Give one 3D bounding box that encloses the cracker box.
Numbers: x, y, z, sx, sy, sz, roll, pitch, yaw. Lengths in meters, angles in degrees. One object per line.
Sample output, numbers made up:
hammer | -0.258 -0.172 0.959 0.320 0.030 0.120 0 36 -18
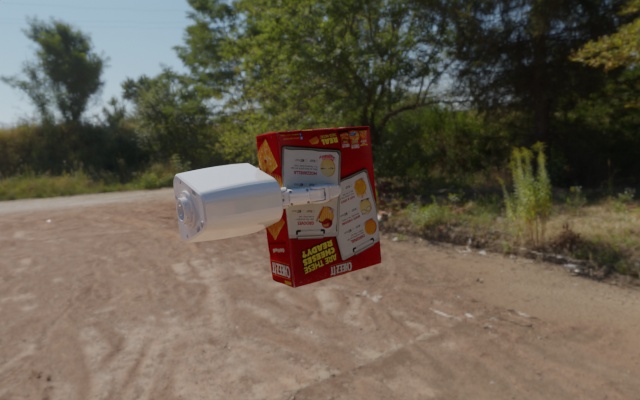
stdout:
cracker box | 0.000 0.002 0.708 0.164 0.214 0.072 -10 8 -34
